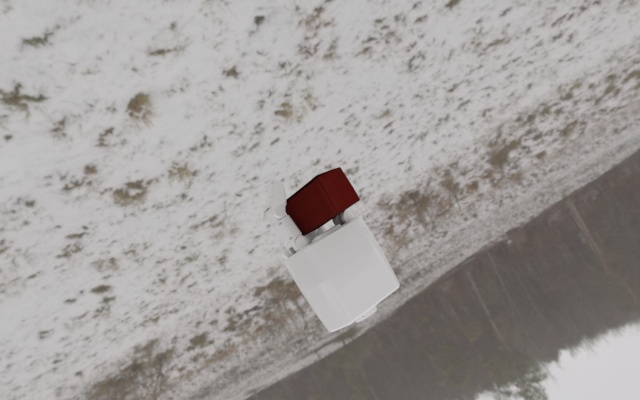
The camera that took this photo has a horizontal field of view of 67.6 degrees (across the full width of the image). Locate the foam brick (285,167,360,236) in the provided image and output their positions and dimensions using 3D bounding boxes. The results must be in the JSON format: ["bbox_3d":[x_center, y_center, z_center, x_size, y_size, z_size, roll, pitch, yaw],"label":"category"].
[{"bbox_3d":[0.000,0.002,0.602,0.053,0.051,0.078,-25,-9,-48],"label":"foam brick"}]
